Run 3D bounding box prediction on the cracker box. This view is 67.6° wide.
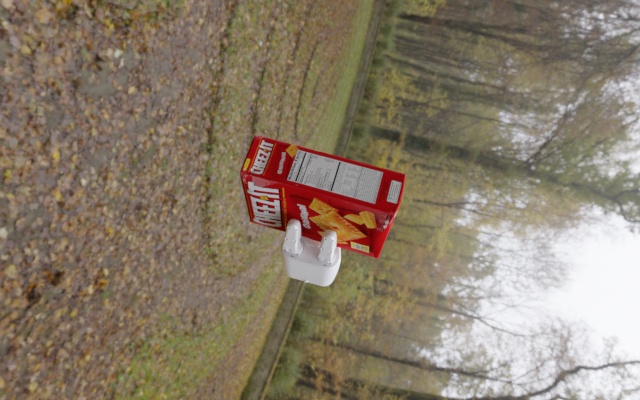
[{"bbox_3d":[0.000,0.002,0.692,0.213,0.072,0.164,15,-27,5],"label":"cracker box"}]
